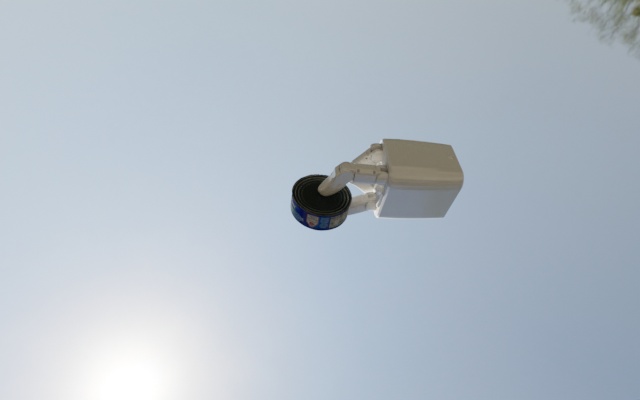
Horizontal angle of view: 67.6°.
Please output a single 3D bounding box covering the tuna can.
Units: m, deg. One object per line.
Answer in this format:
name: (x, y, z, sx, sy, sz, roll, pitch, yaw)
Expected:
tuna can: (0.000, 0.003, 0.682, 0.086, 0.034, 0.086, 6, 43, -5)
